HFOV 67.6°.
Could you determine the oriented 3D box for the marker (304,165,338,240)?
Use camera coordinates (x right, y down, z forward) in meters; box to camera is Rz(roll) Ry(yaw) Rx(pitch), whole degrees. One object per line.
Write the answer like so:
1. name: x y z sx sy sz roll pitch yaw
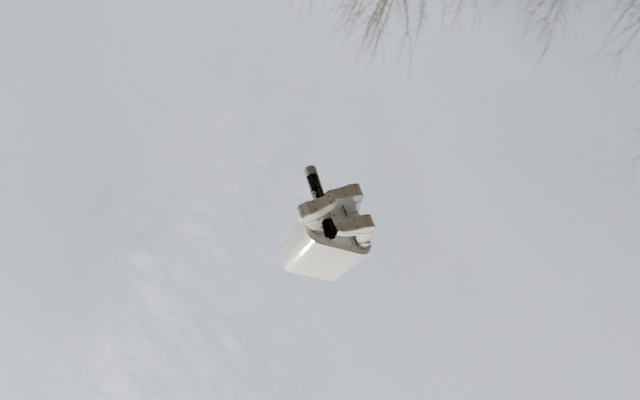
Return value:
1. marker: 0.000 0.002 0.692 0.020 0.121 0.020 -14 -29 -8
